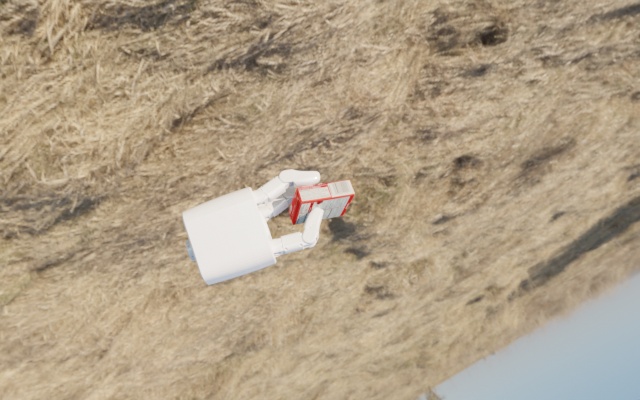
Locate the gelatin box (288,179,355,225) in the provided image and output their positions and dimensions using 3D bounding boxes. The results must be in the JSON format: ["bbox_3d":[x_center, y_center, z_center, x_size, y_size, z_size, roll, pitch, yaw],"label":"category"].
[{"bbox_3d":[0.001,0.003,0.732,0.089,0.030,0.073,-9,-26,-17],"label":"gelatin box"}]
